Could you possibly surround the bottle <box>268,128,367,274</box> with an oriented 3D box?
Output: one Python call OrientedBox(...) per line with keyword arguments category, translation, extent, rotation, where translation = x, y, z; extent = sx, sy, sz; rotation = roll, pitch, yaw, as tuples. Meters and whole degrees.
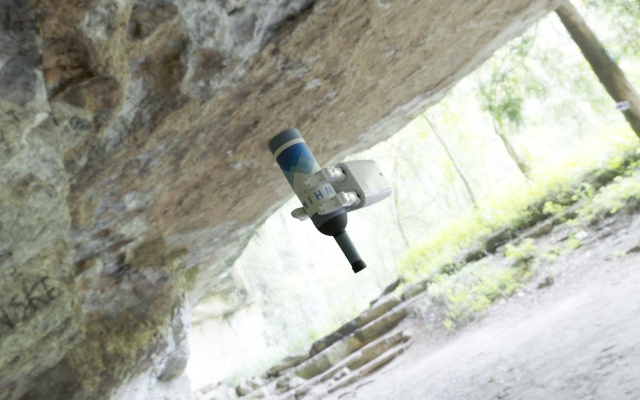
OrientedBox(category="bottle", translation=(0.000, 0.003, 0.892), extent=(0.069, 0.295, 0.069), rotation=(-29, -13, -8))
